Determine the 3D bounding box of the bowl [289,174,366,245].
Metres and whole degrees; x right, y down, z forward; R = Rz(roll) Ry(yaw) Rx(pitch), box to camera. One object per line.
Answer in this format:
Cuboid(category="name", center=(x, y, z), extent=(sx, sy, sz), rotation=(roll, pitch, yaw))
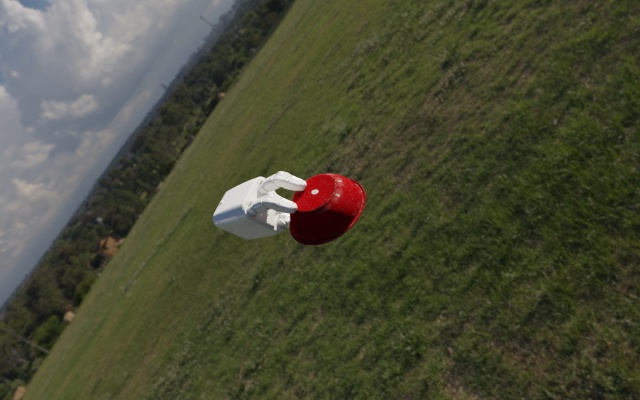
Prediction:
Cuboid(category="bowl", center=(0.001, 0.002, 0.882), extent=(0.162, 0.162, 0.055), rotation=(0, -40, 37))
